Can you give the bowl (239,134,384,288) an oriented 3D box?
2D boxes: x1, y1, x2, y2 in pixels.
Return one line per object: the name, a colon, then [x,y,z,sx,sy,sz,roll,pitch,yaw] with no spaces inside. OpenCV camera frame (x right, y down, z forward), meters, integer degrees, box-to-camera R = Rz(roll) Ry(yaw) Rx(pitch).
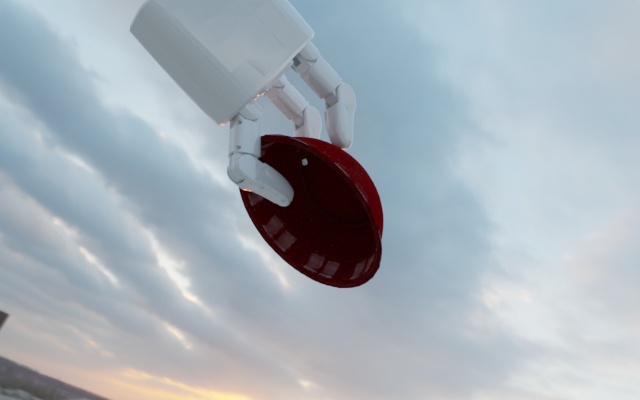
bowl: [0.001,0.002,0.441,0.162,0.162,0.055,0,31,45]
